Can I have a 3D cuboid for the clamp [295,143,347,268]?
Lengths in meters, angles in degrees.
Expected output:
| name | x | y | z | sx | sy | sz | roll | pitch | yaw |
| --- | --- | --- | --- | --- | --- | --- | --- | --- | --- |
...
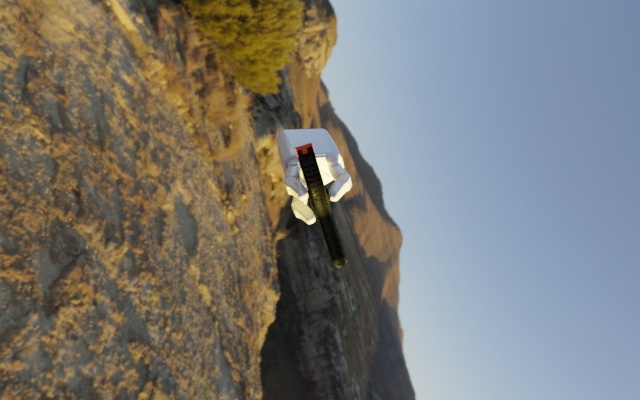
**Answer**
| name | x | y | z | sx | sy | sz | roll | pitch | yaw |
| --- | --- | --- | --- | --- | --- | --- | --- | --- | --- |
| clamp | 0.001 | 0.002 | 0.816 | 0.036 | 0.210 | 0.164 | -19 | 39 | -4 |
